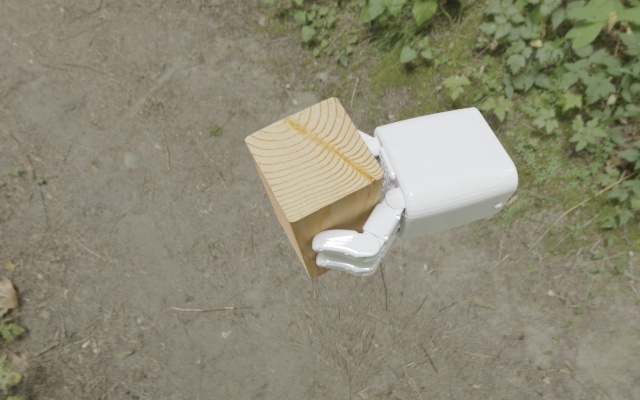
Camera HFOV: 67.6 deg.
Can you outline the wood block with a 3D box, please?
[{"bbox_3d":[0.000,0.001,0.489,0.090,0.090,0.206,-27,-21,-7],"label":"wood block"}]
